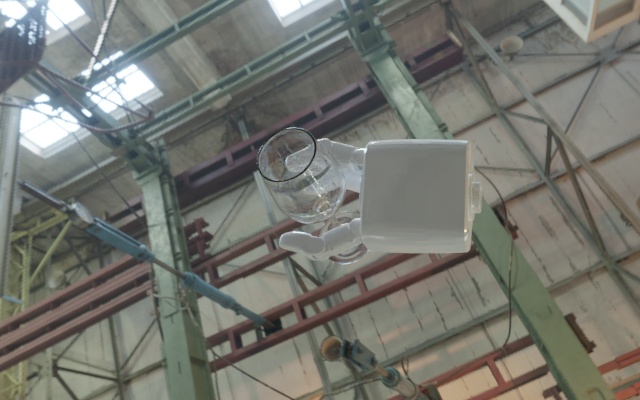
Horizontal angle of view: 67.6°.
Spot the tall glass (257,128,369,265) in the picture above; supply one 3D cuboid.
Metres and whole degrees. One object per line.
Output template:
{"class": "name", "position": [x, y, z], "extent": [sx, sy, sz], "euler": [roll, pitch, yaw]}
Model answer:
{"class": "tall glass", "position": [0.000, 0.002, 0.535], "extent": [0.079, 0.079, 0.201], "euler": [0, -28, 22]}
